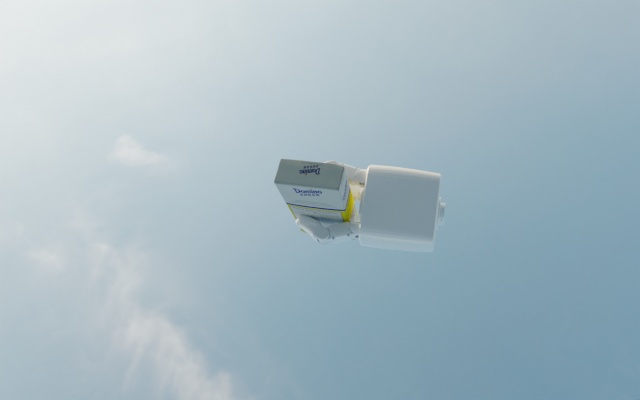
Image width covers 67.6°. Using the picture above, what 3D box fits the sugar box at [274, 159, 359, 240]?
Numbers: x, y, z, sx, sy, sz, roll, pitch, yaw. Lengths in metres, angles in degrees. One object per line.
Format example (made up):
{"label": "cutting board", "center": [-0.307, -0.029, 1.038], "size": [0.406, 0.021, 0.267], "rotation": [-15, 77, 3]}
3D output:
{"label": "sugar box", "center": [0.000, 0.002, 0.708], "size": [0.093, 0.048, 0.176], "rotation": [7, -27, 14]}
